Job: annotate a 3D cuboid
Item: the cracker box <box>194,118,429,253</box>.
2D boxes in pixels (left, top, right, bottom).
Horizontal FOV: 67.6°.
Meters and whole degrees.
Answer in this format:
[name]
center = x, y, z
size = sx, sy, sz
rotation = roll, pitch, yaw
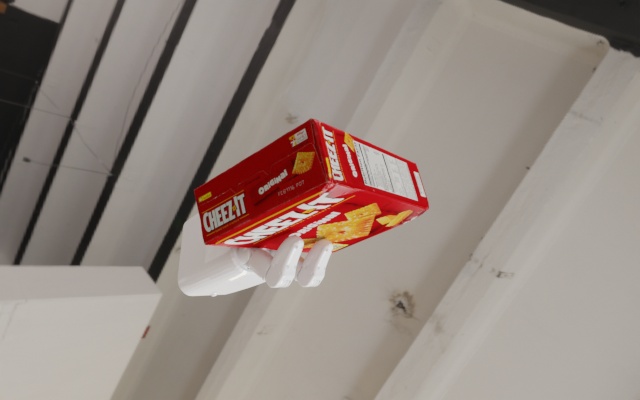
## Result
[cracker box]
center = 0.000, 0.002, 0.528
size = 0.164, 0.072, 0.214
rotation = -27, -22, 30
